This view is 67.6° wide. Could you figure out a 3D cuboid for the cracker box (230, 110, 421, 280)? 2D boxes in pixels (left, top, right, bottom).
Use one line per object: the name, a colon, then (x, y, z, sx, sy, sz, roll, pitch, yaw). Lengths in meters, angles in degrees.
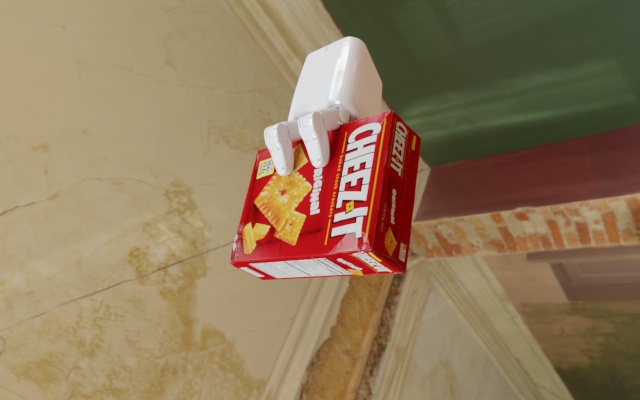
cracker box: (0.000, 0.002, 0.556, 0.214, 0.164, 0.072, -11, -32, 40)
